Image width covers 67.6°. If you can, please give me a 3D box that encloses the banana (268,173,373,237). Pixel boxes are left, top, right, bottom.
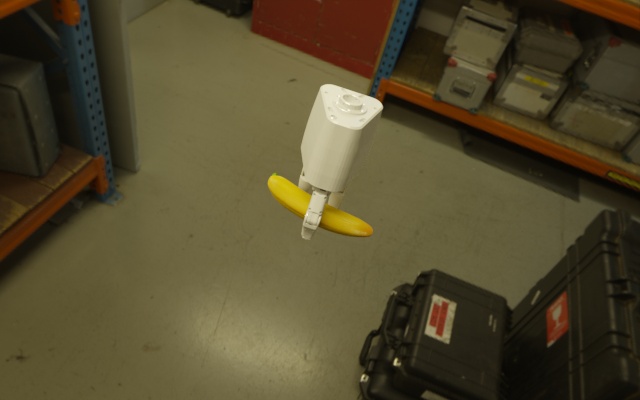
[{"bbox_3d":[-0.012,0.007,0.738,0.197,0.037,0.069,32,33,19],"label":"banana"}]
